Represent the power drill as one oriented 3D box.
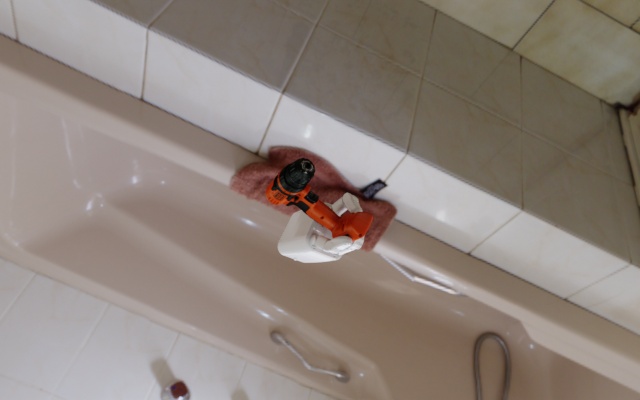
[{"bbox_3d":[0.000,0.003,0.869,0.188,0.057,0.184,35,-23,-11],"label":"power drill"}]
